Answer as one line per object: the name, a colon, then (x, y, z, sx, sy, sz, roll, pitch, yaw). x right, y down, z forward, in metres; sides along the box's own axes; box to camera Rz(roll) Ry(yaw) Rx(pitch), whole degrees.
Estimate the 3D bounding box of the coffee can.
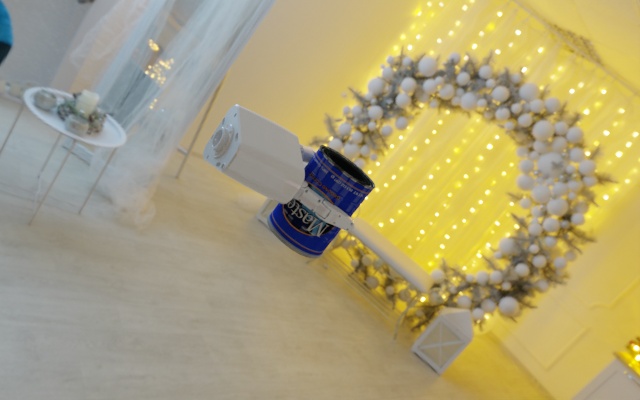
coffee can: (0.000, 0.003, 0.723, 0.103, 0.140, 0.102, 34, 16, -11)
